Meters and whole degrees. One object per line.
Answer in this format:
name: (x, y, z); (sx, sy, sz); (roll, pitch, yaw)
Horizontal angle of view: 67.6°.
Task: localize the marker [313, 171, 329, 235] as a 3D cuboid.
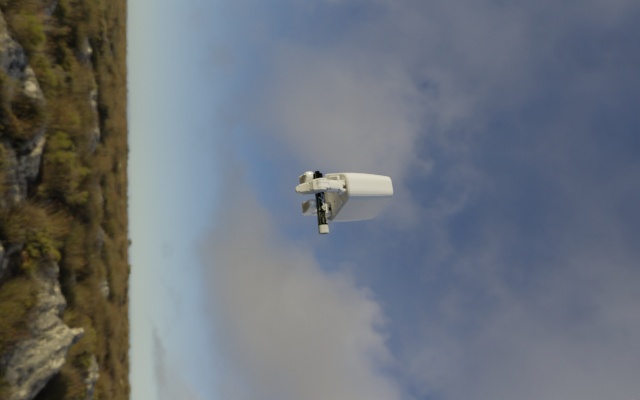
marker: (0.000, 0.003, 0.897); (0.020, 0.121, 0.020); (-6, -13, -1)
